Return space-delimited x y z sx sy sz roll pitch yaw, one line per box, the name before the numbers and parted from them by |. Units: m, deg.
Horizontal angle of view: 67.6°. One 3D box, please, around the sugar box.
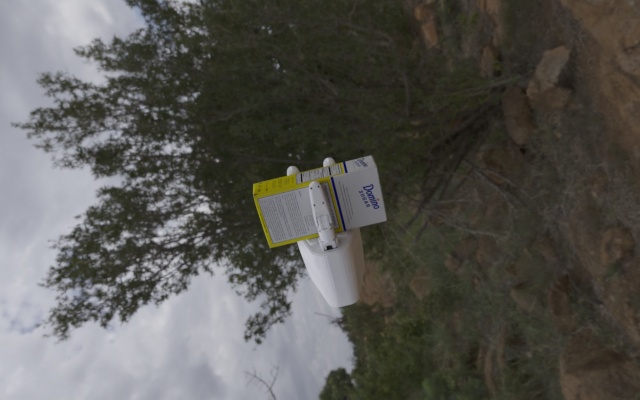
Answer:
sugar box | 0.000 0.002 0.684 0.176 0.093 0.048 -14 30 1
